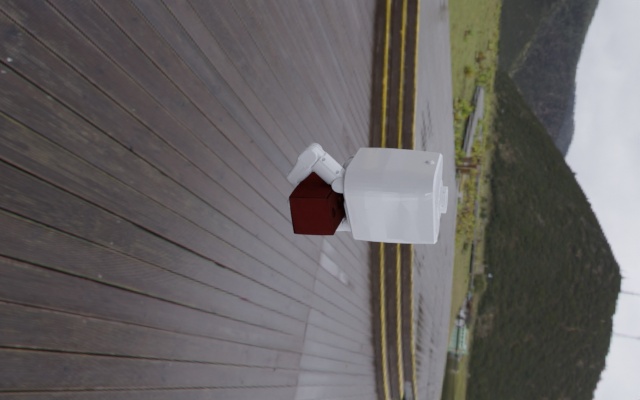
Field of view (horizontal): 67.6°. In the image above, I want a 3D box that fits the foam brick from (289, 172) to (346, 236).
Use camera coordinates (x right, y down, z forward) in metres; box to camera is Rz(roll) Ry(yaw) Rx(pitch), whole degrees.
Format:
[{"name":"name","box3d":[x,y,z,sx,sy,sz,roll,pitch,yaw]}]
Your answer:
[{"name":"foam brick","box3d":[0.000,0.002,0.597,0.051,0.053,0.078,3,29,19]}]
